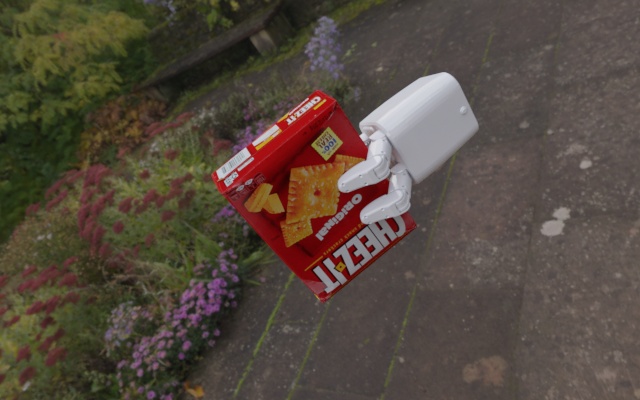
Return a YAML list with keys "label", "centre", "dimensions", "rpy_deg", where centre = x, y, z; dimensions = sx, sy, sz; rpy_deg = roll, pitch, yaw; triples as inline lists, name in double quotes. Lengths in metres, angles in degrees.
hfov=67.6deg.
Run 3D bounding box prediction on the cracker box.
- label: "cracker box"
  centre: [0.000, 0.002, 0.589]
  dimensions: [0.164, 0.214, 0.072]
  rpy_deg: [-39, 30, -1]
